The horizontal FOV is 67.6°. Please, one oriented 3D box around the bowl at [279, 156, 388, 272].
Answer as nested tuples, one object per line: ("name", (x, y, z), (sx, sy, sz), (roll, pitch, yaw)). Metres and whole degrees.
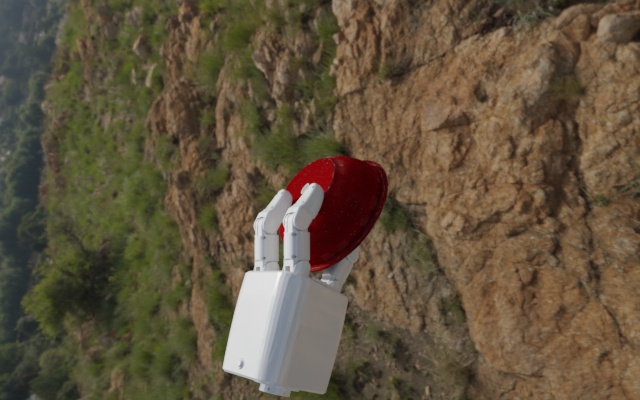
("bowl", (0.000, 0.001, 0.569), (0.055, 0.162, 0.162), (40, -22, -29))
